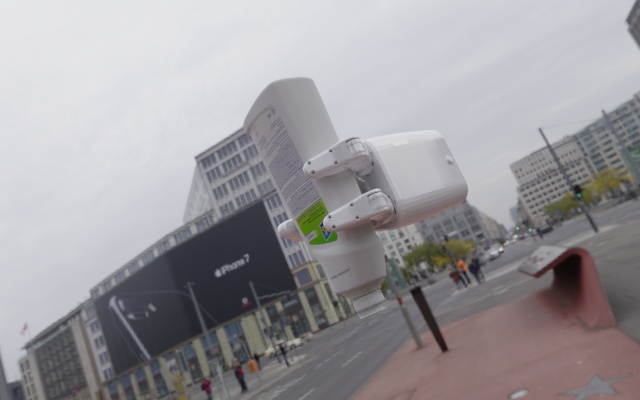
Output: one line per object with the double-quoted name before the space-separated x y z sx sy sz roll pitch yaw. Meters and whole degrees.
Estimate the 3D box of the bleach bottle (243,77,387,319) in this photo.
"bleach bottle" 0.000 0.002 0.500 0.068 0.250 0.103 -15 -15 -32
